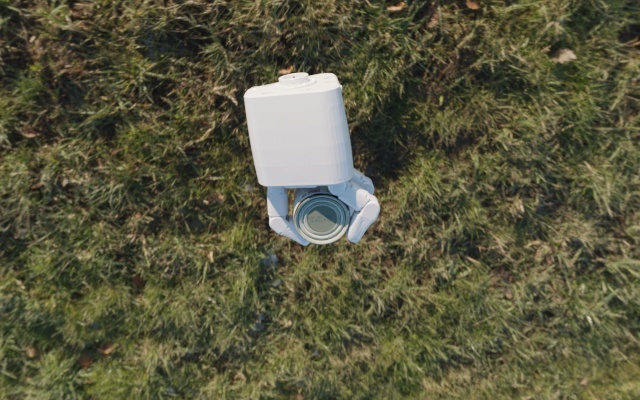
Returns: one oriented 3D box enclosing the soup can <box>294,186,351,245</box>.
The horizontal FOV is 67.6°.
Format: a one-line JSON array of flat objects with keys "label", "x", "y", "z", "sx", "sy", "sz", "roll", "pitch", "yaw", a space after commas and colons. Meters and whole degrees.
[{"label": "soup can", "x": 0.000, "y": 0.003, "z": 0.596, "sx": 0.068, "sy": 0.068, "sz": 0.102, "roll": 0, "pitch": 24, "yaw": -3}]
